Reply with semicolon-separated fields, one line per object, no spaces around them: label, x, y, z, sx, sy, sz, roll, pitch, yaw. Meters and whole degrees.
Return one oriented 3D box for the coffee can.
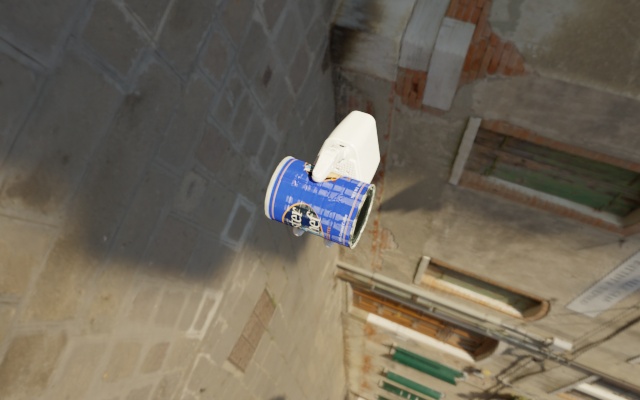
coffee can;0.000;0.002;0.728;0.140;0.103;0.103;19;5;14
